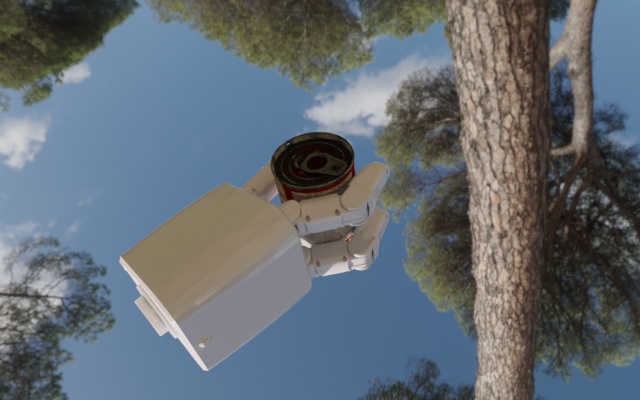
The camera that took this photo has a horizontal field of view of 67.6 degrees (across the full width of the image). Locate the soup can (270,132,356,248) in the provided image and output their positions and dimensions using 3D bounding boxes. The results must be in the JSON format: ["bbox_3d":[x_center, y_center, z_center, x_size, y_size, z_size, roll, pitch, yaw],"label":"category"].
[{"bbox_3d":[0.000,0.001,0.416,0.068,0.068,0.102,0,-44,11],"label":"soup can"}]
